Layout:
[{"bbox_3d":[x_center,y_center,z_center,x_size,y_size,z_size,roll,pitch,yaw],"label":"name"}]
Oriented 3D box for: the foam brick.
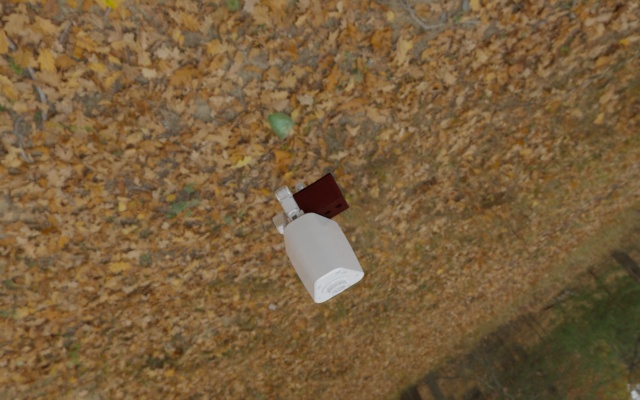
[{"bbox_3d":[0.000,0.002,0.793,0.078,0.051,0.053,-31,-28,1],"label":"foam brick"}]
